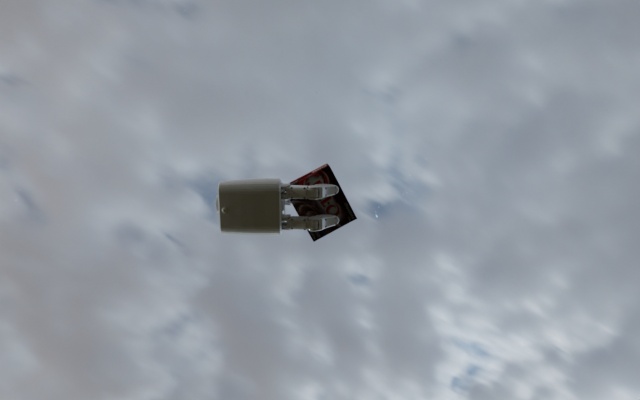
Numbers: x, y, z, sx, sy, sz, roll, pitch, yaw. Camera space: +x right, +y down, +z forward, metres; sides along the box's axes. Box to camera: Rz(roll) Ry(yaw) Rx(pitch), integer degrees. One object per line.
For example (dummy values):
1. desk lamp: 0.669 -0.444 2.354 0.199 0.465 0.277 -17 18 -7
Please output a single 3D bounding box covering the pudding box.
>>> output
1. pudding box: 0.000 0.003 0.856 0.090 0.113 0.039 -28 13 3
